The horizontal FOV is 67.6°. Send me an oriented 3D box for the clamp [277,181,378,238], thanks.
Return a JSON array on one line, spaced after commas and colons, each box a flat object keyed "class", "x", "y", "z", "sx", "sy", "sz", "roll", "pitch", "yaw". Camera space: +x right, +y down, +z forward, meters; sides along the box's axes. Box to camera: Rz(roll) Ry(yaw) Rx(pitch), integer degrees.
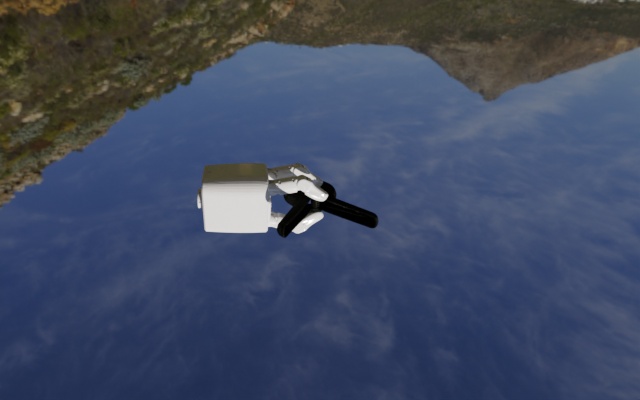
[{"class": "clamp", "x": 0.000, "y": 0.003, "z": 0.827, "sx": 0.164, "sy": 0.036, "sz": 0.210, "roll": -1, "pitch": 25, "yaw": -9}]
